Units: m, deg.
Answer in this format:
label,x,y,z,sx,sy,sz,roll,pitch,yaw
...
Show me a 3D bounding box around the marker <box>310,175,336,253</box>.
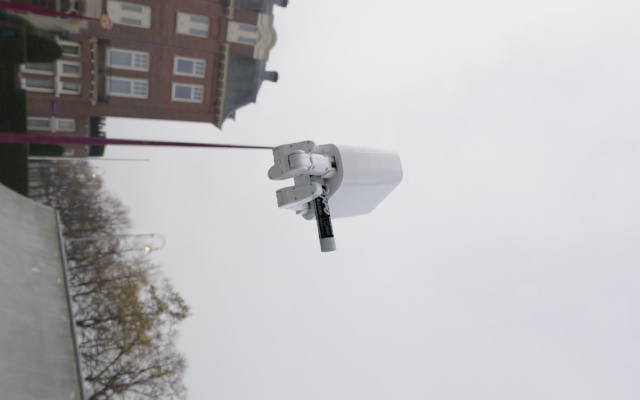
label,x,y,z,sx,sy,sz,roll,pitch,yaw
marker,0.000,0.002,0.577,0.020,0.121,0.020,-9,-12,-2
